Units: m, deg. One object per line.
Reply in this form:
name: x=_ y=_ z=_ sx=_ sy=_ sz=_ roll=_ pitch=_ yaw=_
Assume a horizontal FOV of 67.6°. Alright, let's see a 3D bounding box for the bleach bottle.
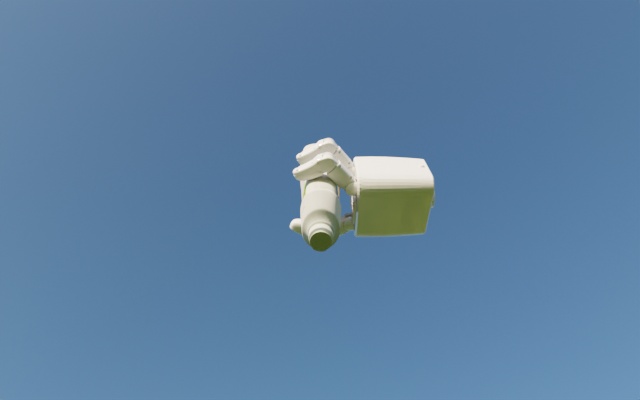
bleach bottle: x=0.000 y=0.002 z=0.695 sx=0.068 sy=0.103 sz=0.250 roll=0 pitch=26 yaw=0
